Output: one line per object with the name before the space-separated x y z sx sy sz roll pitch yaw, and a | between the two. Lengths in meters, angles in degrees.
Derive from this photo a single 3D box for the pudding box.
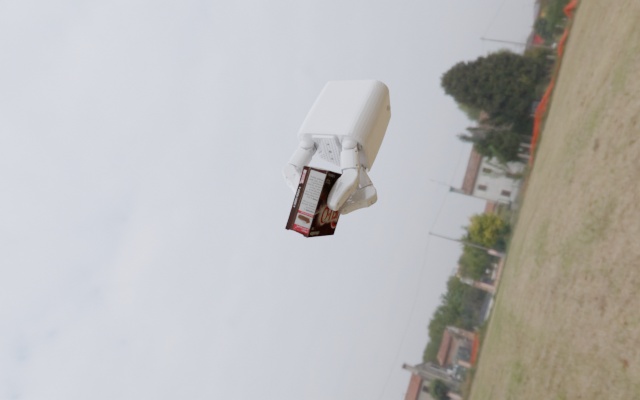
pudding box | 0.000 0.002 0.649 0.039 0.090 0.113 18 4 21
